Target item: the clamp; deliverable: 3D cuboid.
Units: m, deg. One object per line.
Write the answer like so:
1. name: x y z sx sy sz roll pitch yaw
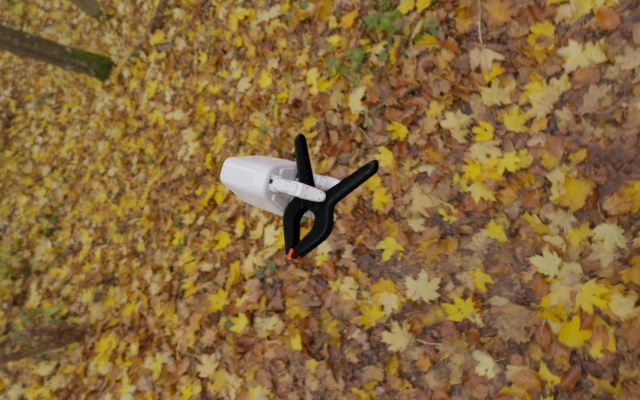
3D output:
1. clamp: -0.001 0.003 0.783 0.164 0.210 0.036 15 -1 32
